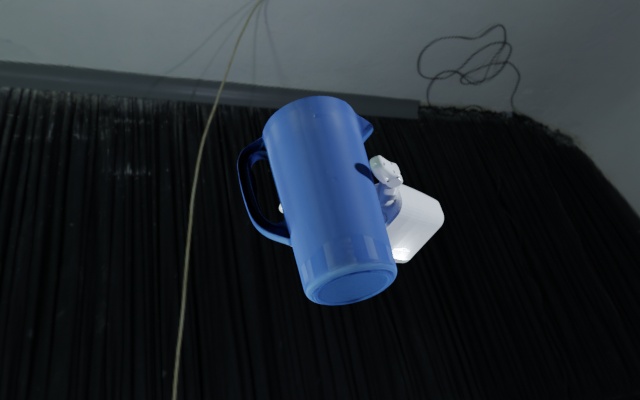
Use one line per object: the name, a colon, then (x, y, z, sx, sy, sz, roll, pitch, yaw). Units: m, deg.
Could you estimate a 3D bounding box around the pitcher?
pitcher: (0.000, 0.002, 0.596, 0.145, 0.242, 0.149, 18, -44, -41)
